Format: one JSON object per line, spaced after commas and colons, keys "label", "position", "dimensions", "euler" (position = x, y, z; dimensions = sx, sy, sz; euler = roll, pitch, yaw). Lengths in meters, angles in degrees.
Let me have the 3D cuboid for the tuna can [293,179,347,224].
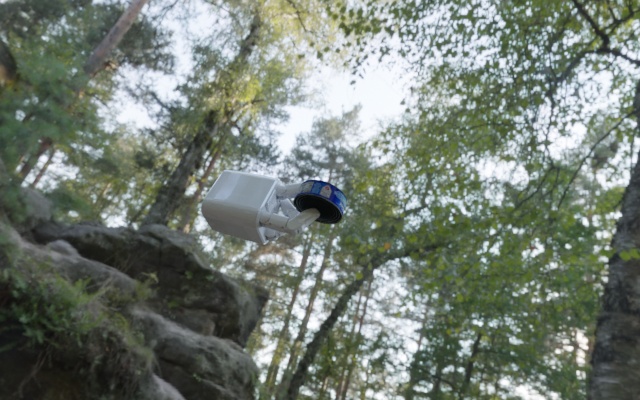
{"label": "tuna can", "position": [0.000, 0.002, 0.799], "dimensions": [0.086, 0.033, 0.086], "euler": [17, -29, 10]}
